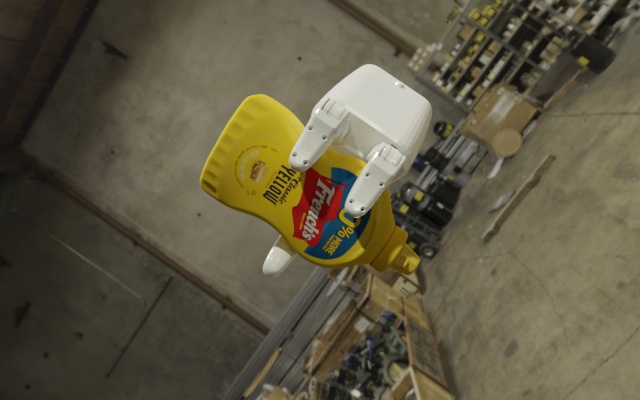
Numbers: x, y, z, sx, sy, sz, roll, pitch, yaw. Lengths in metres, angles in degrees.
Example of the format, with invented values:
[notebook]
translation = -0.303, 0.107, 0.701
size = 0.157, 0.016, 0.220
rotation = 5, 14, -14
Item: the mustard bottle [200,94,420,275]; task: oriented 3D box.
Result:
[mustard bottle]
translation = 0.000, 0.001, 0.401
size = 0.191, 0.096, 0.058
rotation = 35, 17, 1
